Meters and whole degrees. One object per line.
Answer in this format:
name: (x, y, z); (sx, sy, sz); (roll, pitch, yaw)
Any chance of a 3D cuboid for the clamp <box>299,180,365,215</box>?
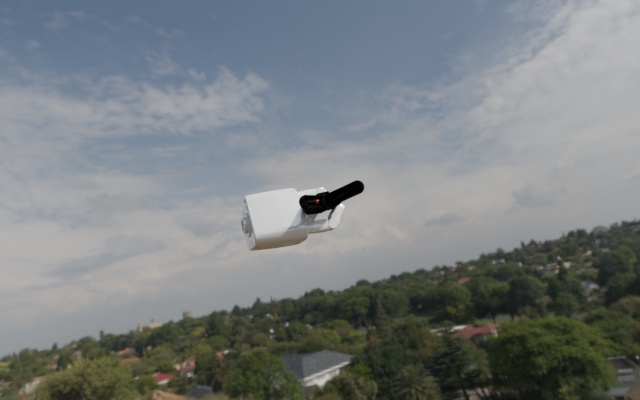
clamp: (0.000, 0.002, 0.900); (0.120, 0.039, 0.171); (-9, -11, -20)
